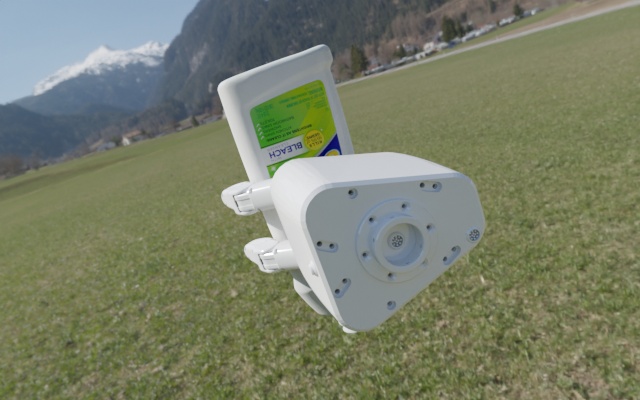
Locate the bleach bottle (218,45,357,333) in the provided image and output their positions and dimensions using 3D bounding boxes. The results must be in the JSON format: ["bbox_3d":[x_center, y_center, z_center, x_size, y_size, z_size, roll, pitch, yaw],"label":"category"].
[{"bbox_3d":[0.000,0.001,0.428,0.102,0.251,0.068,-23,14,-8],"label":"bleach bottle"}]
